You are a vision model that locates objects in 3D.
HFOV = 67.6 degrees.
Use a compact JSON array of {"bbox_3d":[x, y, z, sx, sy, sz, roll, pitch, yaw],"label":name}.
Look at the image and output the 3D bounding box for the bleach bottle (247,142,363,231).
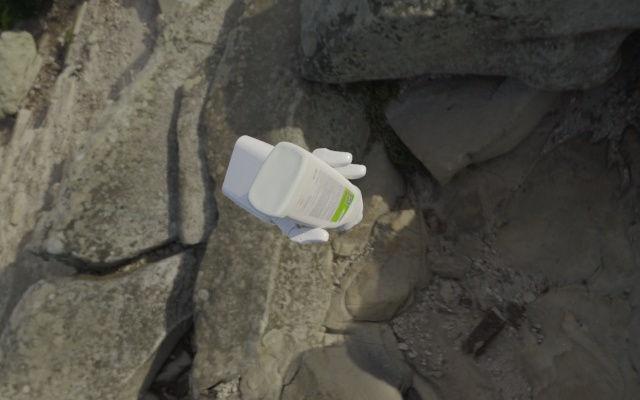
[{"bbox_3d":[0.000,0.002,0.710,0.068,0.102,0.251,28,-1,31],"label":"bleach bottle"}]
